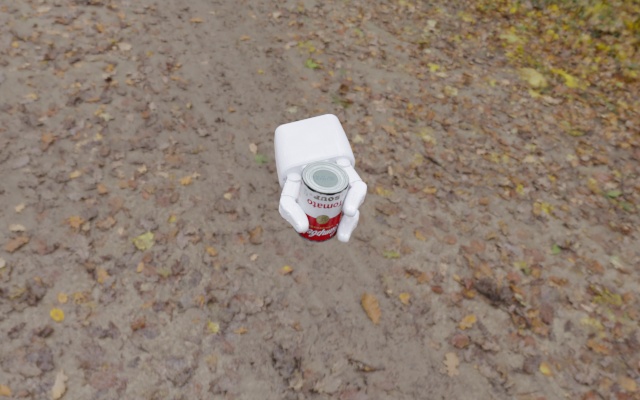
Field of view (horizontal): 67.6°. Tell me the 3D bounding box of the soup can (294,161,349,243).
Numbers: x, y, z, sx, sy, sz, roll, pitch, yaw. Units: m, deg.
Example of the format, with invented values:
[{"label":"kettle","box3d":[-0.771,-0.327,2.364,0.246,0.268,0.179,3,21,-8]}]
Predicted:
[{"label":"soup can","box3d":[0.000,0.002,0.680,0.068,0.068,0.102,0,-44,-12]}]
